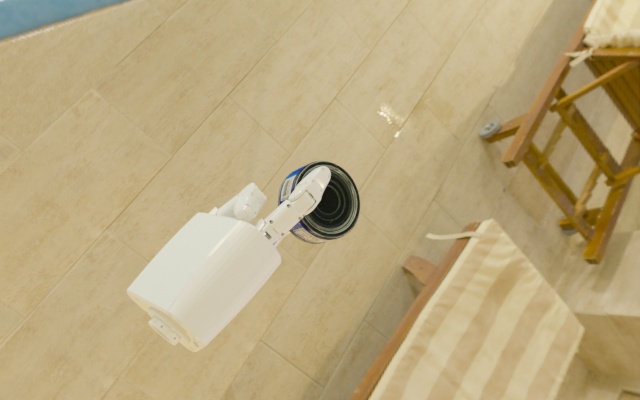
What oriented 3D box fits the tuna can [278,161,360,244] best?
[{"bbox_3d":[0.000,0.002,0.508,0.086,0.086,0.034,0,-12,-33],"label":"tuna can"}]
